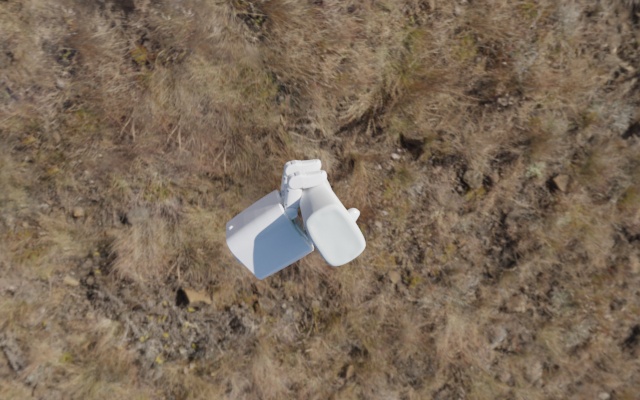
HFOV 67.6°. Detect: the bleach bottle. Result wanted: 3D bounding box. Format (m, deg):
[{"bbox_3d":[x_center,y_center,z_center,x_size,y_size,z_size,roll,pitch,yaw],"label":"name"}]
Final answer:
[{"bbox_3d":[0.000,0.003,0.794,0.068,0.103,0.250,-31,25,4],"label":"bleach bottle"}]
